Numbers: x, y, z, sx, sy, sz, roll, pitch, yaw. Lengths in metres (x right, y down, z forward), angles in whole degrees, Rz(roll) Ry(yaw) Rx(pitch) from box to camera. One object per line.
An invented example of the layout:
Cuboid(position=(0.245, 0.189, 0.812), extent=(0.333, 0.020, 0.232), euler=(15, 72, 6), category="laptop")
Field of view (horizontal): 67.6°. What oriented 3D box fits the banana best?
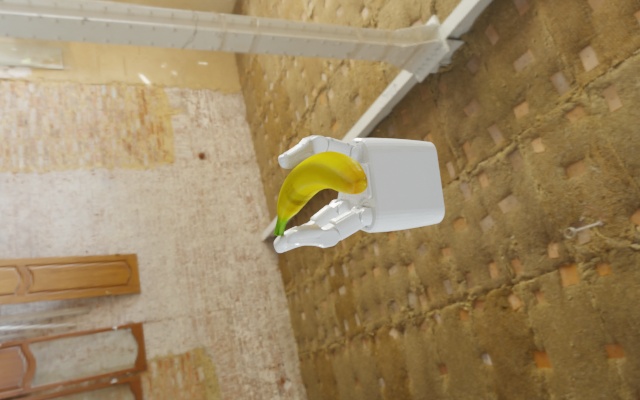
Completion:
Cuboid(position=(-0.004, -0.015, 0.508), extent=(0.037, 0.069, 0.198), euler=(-1, -15, -26), category="banana")
